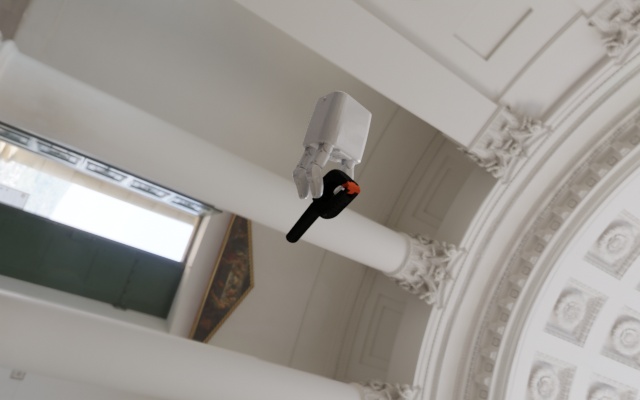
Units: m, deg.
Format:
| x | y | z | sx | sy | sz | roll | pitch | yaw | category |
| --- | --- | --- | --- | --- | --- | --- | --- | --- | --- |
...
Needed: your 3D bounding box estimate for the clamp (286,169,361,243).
| x | y | z | sx | sy | sz | roll | pitch | yaw | category |
| --- | --- | --- | --- | --- | --- | --- | --- | --- | --- |
| 0.001 | 0.003 | 0.899 | 0.036 | 0.164 | 0.210 | 20 | -12 | -28 | clamp |
